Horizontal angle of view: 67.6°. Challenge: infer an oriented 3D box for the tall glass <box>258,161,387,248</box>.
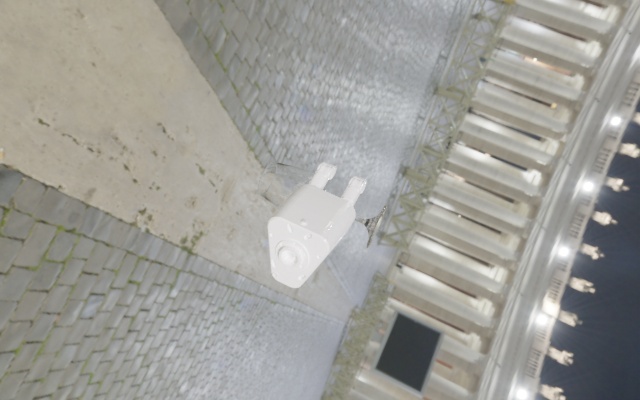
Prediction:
[{"bbox_3d":[0.001,0.003,0.774,0.201,0.079,0.079,24,5,11],"label":"tall glass"}]
